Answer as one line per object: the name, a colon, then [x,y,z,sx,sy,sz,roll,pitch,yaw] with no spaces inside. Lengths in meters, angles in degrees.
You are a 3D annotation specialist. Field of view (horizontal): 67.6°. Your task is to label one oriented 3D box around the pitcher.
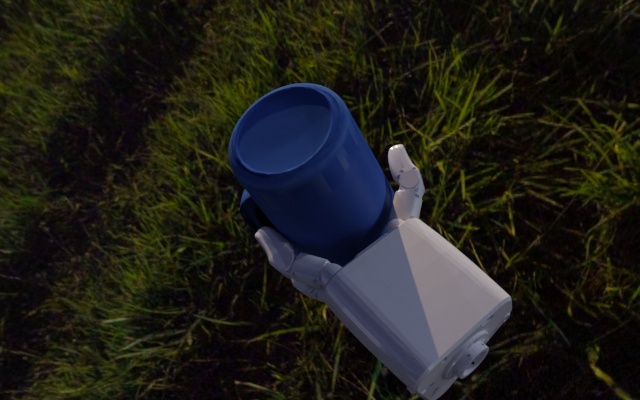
pitcher: [0.000,0.002,0.484,0.145,0.149,0.243,44,-6,35]
